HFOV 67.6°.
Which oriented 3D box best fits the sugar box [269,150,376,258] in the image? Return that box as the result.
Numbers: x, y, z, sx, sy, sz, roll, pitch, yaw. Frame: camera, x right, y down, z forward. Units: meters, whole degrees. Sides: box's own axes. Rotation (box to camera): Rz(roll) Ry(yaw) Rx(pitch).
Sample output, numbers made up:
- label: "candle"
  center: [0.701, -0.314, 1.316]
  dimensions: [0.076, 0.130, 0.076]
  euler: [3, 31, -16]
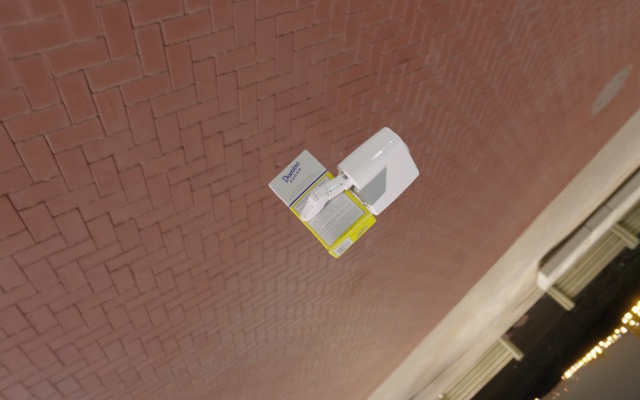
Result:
- label: "sugar box"
  center: [0.000, 0.003, 0.807]
  dimensions: [0.176, 0.093, 0.048]
  euler: [46, -1, 32]
